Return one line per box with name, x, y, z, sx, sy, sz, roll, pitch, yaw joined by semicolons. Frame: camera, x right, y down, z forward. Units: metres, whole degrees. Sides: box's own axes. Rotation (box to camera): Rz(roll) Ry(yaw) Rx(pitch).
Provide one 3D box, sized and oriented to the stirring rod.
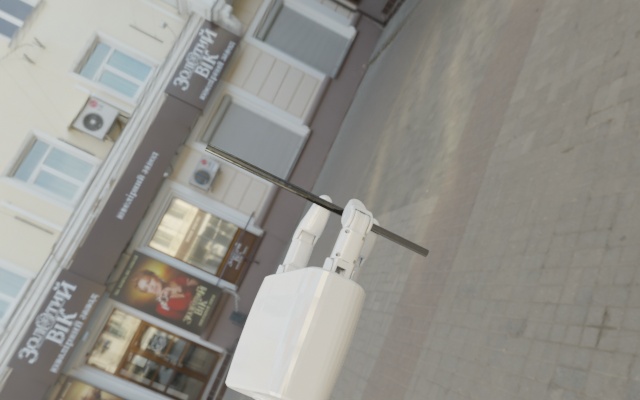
stirring rod;0.000;0.002;0.466;0.239;0.011;0.011;26;-4;-8
